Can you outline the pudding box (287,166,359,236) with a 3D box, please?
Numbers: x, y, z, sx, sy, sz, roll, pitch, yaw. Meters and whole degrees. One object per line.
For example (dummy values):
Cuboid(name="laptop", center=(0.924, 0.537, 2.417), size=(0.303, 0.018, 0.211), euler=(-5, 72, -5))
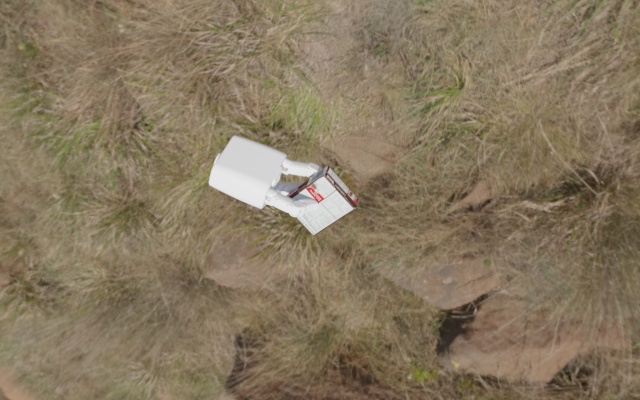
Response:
Cuboid(name="pudding box", center=(0.000, 0.003, 0.891), size=(0.113, 0.090, 0.039), euler=(-34, 17, 31))
